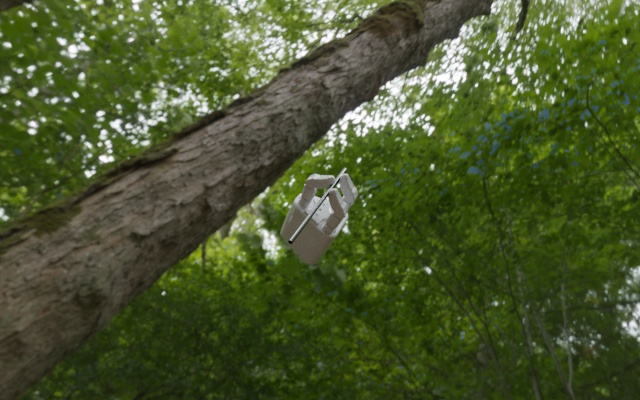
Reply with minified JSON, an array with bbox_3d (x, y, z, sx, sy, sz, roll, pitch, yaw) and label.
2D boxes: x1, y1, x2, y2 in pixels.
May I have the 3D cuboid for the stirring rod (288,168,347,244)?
[{"bbox_3d":[0.000,0.003,0.863,0.011,0.011,0.239,0,33,29],"label":"stirring rod"}]
